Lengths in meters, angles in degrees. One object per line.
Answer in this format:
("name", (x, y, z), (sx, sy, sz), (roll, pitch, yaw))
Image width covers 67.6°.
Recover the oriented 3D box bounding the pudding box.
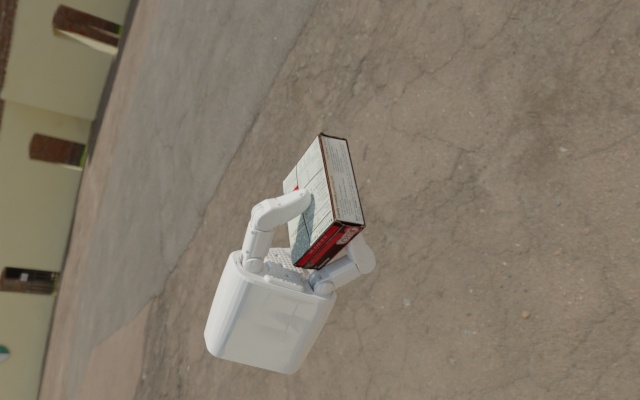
("pudding box", (0.000, 0.002, 0.489), (0.039, 0.113, 0.090), (10, -39, -29))
